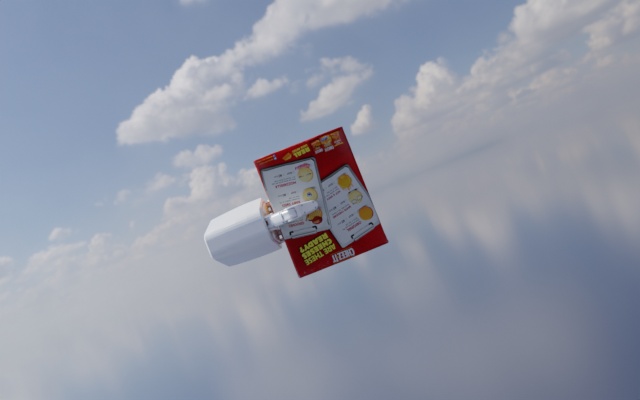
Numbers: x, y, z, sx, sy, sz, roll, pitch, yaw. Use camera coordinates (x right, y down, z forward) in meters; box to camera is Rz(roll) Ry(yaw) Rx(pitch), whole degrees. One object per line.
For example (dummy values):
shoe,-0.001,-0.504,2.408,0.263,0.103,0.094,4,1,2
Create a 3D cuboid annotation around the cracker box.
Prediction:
cracker box,0.000,0.003,0.828,0.164,0.213,0.072,-22,-1,1
